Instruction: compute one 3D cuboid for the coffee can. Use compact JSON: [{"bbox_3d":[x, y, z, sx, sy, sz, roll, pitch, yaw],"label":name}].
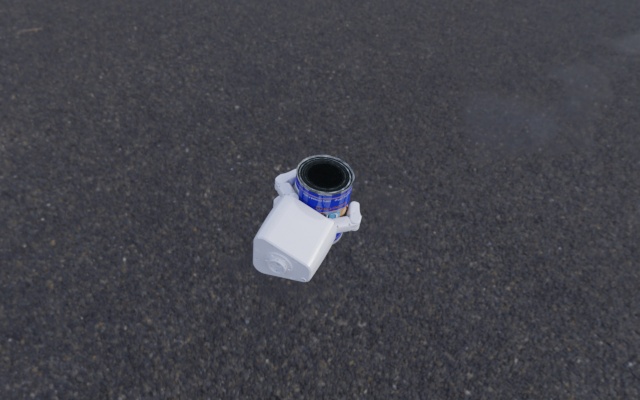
[{"bbox_3d":[0.000,0.003,0.872,0.103,0.102,0.140,5,-45,-5],"label":"coffee can"}]
